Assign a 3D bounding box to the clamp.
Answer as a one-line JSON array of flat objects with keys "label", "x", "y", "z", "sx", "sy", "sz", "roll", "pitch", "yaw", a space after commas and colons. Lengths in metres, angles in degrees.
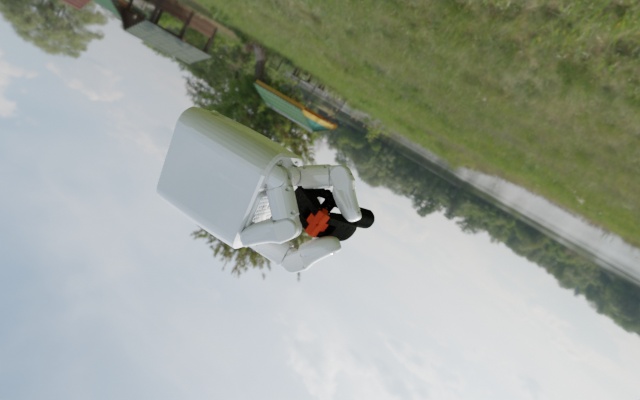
[{"label": "clamp", "x": 0.000, "y": 0.002, "z": 0.547, "sx": 0.120, "sy": 0.039, "sz": 0.171, "roll": 30, "pitch": 10, "yaw": 10}]
